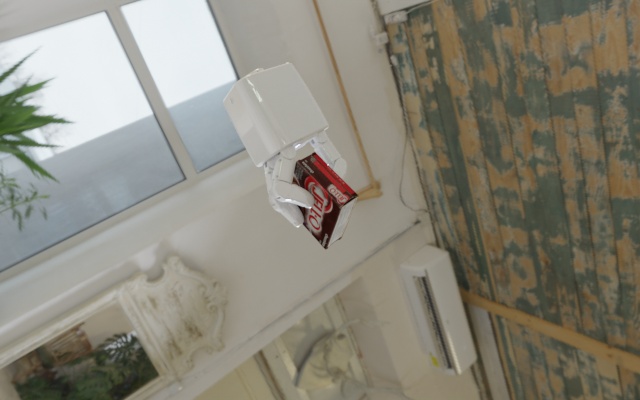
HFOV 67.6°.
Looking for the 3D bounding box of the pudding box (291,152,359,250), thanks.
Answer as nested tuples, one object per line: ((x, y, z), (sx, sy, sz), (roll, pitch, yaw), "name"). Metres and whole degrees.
((0.000, 0.002, 0.659), (0.039, 0.090, 0.114), (-32, -24, -26), "pudding box")
